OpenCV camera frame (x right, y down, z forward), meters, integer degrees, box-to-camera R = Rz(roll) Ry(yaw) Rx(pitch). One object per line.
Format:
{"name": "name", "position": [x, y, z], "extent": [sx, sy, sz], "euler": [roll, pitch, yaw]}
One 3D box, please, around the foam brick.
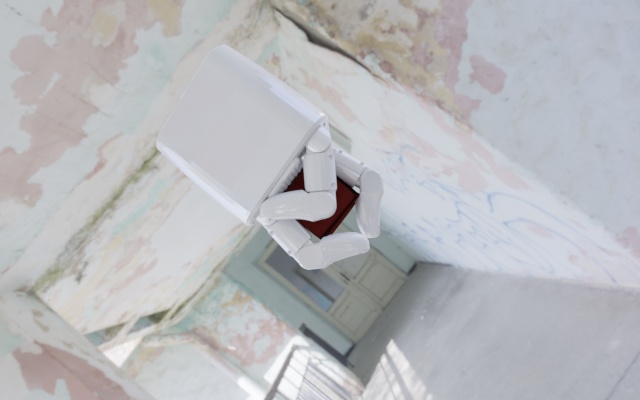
{"name": "foam brick", "position": [0.000, 0.002, 0.435], "extent": [0.051, 0.053, 0.078], "euler": [38, -2, 5]}
